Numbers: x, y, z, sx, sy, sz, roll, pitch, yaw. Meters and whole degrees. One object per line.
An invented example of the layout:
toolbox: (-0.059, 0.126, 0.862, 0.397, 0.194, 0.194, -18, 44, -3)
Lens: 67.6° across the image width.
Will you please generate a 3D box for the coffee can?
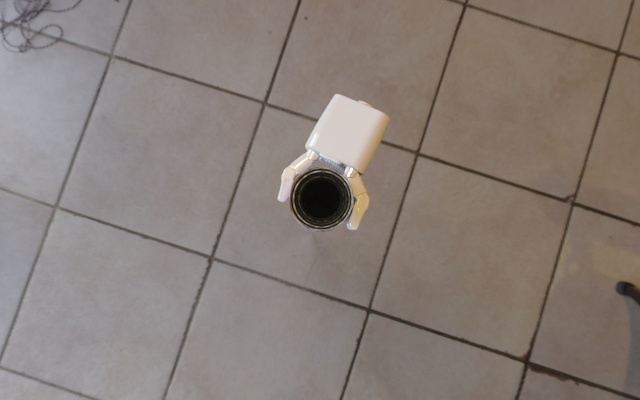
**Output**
coffee can: (0.000, 0.003, 0.820, 0.103, 0.103, 0.140, 0, -4, -1)
